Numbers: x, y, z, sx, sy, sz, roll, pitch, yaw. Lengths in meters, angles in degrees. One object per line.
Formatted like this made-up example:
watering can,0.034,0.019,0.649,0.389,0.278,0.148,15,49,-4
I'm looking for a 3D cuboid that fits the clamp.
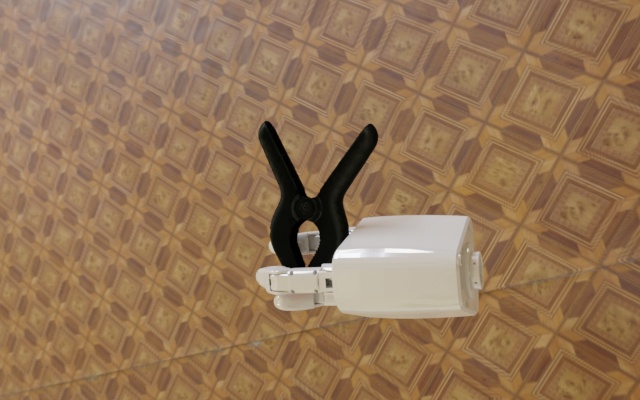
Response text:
clamp,0.000,0.002,0.461,0.120,0.171,0.039,-5,0,24
